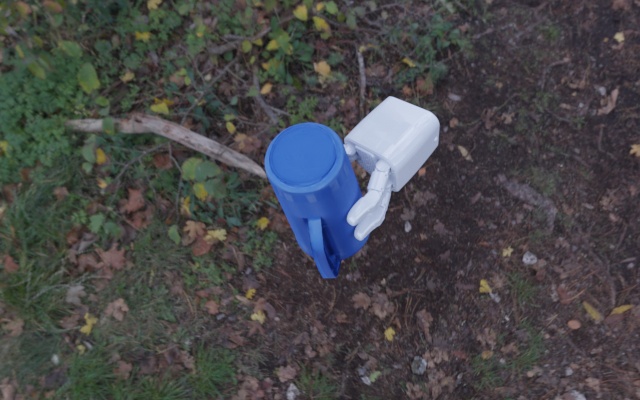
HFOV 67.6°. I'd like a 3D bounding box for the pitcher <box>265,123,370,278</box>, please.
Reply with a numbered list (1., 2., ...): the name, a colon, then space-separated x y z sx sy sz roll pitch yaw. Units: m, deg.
1. pitcher: 0.000 0.002 0.714 0.149 0.145 0.243 42 -11 26
